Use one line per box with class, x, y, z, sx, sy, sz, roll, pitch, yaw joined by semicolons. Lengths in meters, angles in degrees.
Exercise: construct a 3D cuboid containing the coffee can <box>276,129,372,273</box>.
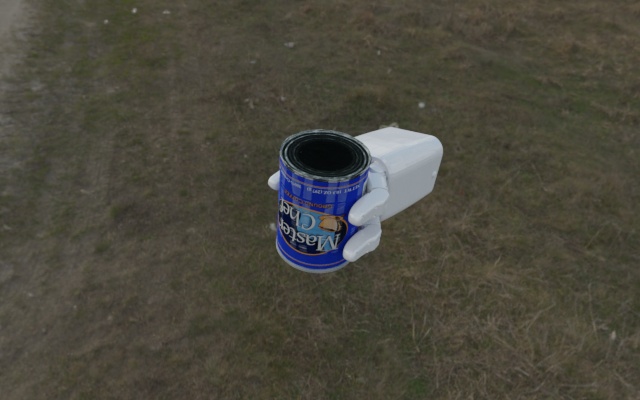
coffee can;0.000;0.002;0.570;0.103;0.140;0.102;4;38;-3
